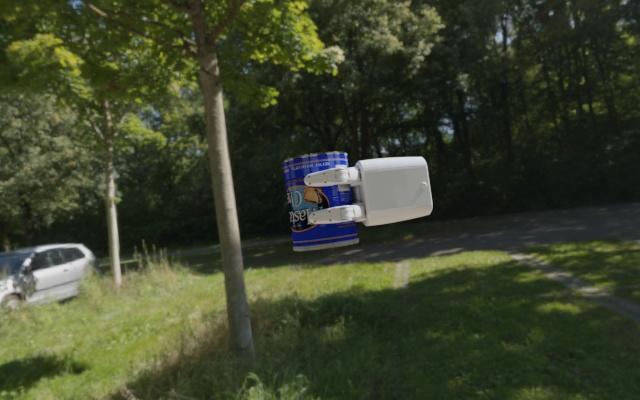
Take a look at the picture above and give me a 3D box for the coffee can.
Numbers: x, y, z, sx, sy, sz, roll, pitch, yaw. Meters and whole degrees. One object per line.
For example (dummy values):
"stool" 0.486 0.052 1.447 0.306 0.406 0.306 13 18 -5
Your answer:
"coffee can" 0.000 0.003 0.744 0.103 0.140 0.103 -7 -2 0
